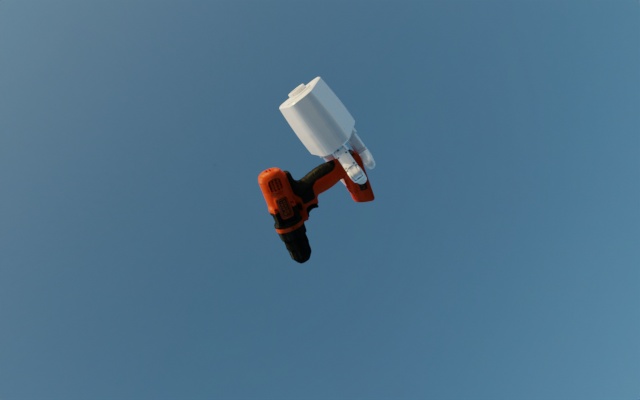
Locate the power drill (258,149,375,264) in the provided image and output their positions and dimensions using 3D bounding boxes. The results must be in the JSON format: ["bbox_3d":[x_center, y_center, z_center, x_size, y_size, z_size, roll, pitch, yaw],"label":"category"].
[{"bbox_3d":[0.000,0.002,0.861,0.187,0.184,0.057,-25,21,-13],"label":"power drill"}]
